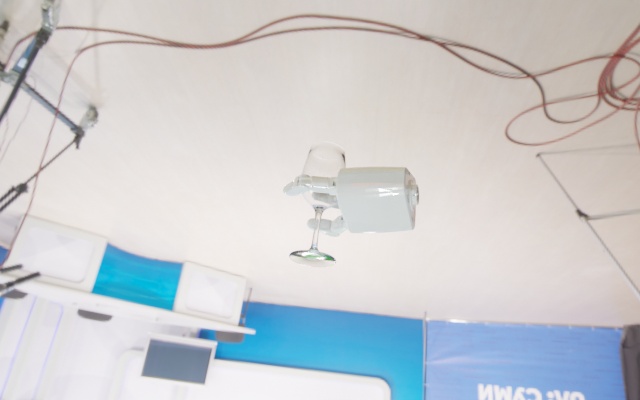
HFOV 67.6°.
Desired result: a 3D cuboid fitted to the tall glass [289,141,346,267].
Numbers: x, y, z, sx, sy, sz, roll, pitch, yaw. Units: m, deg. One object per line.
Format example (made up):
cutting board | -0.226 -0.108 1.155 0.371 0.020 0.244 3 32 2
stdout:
tall glass | 0.000 0.003 0.785 0.079 0.201 0.079 6 -25 3
